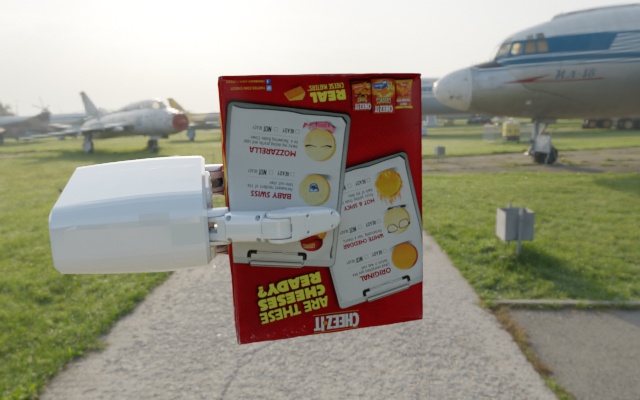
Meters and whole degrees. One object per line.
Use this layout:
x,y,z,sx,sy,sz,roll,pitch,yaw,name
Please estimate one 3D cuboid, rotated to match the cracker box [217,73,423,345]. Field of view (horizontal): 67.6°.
0.000,0.001,0.414,0.164,0.214,0.072,-4,10,-12,cracker box
